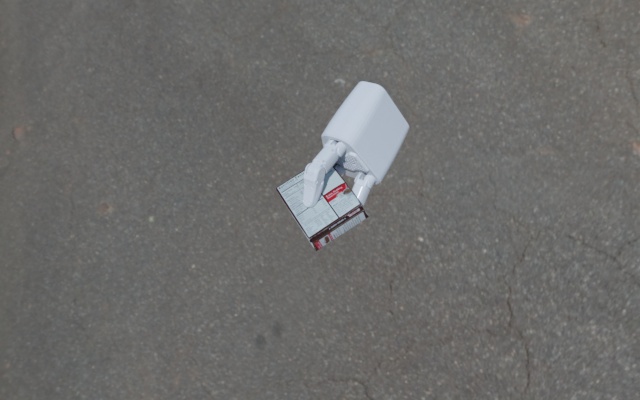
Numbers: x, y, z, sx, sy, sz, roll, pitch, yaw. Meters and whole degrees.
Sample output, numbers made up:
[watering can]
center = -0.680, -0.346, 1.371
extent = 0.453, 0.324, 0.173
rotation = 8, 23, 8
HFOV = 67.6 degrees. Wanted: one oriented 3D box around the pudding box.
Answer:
[pudding box]
center = 0.000, 0.002, 0.679
extent = 0.090, 0.113, 0.039
rotation = -34, -38, -2
